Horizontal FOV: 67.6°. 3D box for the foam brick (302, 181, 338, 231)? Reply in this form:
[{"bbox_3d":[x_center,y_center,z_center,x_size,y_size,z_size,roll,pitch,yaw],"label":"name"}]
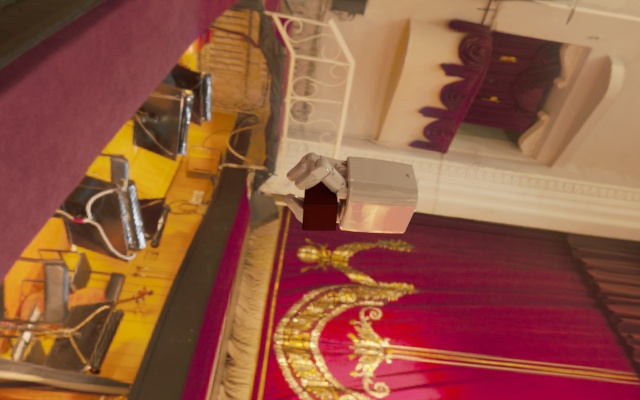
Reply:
[{"bbox_3d":[0.000,0.003,0.729,0.051,0.053,0.078,3,38,-1],"label":"foam brick"}]
